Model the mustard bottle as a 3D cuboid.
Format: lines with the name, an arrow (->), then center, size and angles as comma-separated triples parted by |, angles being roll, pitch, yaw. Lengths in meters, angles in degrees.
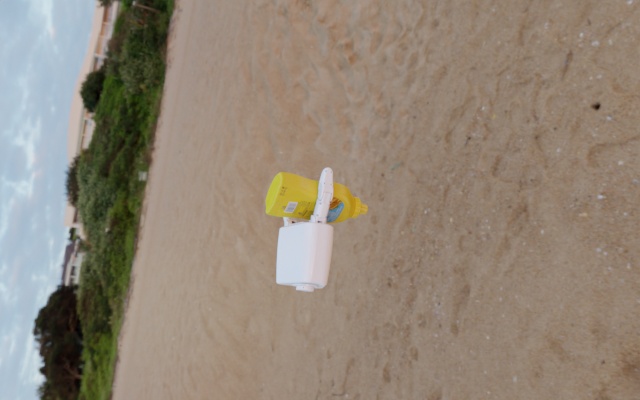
mustard bottle -> 0.000, 0.003, 0.895 | 0.191, 0.058, 0.096 | 10, -41, -20
